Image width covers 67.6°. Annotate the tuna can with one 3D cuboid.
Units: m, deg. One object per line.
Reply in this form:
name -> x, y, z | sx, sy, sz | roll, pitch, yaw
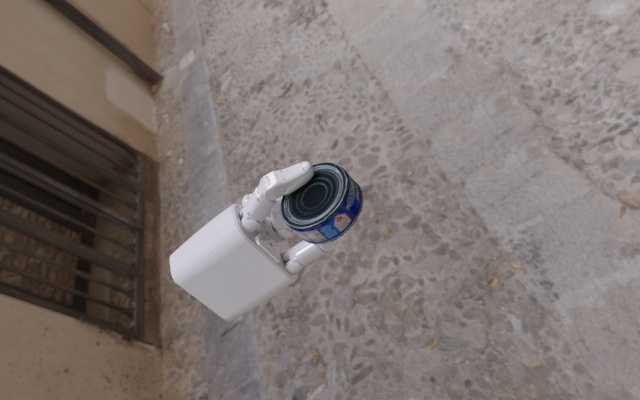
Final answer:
tuna can -> 0.000, 0.001, 0.510 | 0.086, 0.086, 0.034 | 0, -32, 37
